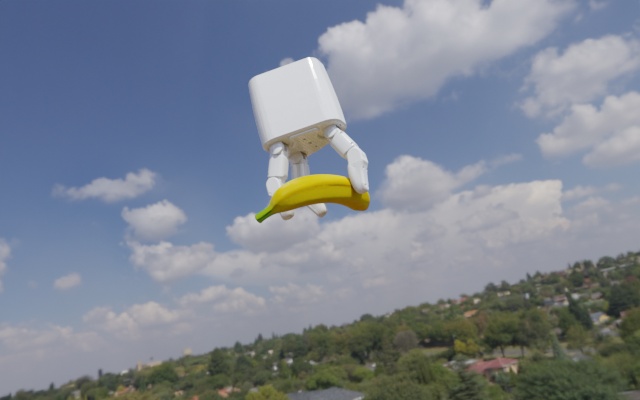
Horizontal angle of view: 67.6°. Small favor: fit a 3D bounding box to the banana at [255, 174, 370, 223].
[{"bbox_3d":[0.008,-0.007,0.625,0.198,0.037,0.070,-3,-27,-42],"label":"banana"}]
